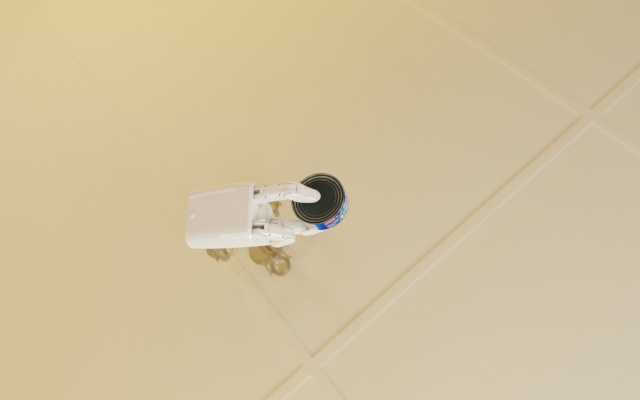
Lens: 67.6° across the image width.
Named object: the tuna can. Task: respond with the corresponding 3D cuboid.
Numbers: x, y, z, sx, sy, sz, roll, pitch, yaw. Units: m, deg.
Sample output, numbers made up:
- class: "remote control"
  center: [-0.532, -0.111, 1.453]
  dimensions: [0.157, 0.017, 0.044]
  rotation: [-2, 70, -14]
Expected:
- class: "tuna can"
  center: [0.000, 0.003, 0.743]
  dimensions: [0.086, 0.086, 0.034]
  rotation: [0, -23, 20]
